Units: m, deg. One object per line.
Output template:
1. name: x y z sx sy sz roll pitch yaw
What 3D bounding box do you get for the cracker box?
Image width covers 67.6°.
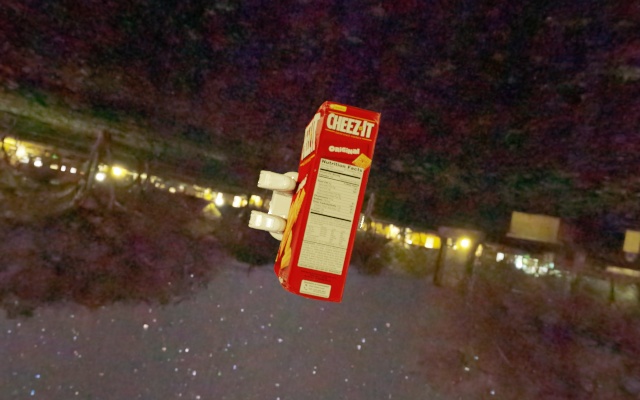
1. cracker box: 0.000 0.002 0.588 0.072 0.213 0.164 12 -2 -9
